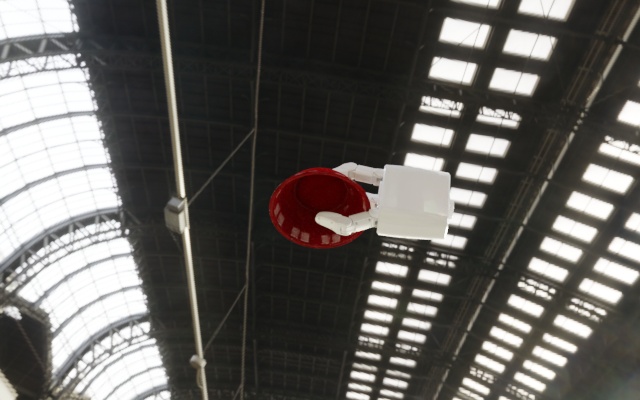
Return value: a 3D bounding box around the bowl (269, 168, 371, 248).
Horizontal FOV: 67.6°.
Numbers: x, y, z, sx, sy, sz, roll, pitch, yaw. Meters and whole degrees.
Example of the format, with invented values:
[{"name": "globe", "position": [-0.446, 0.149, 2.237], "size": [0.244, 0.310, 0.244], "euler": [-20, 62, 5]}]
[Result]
[{"name": "bowl", "position": [-0.001, 0.002, 0.772], "size": [0.162, 0.162, 0.055], "euler": [0, 40, 2]}]
